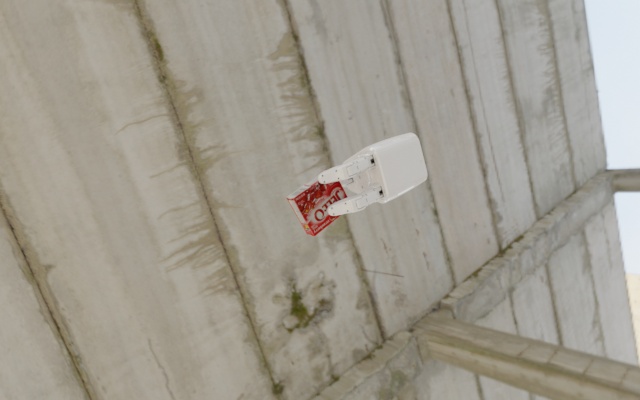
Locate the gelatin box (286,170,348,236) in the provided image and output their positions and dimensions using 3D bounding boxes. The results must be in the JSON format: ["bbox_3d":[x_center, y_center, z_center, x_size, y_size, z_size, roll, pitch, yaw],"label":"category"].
[{"bbox_3d":[0.000,0.003,0.774,0.089,0.073,0.030,-37,21,-23],"label":"gelatin box"}]
